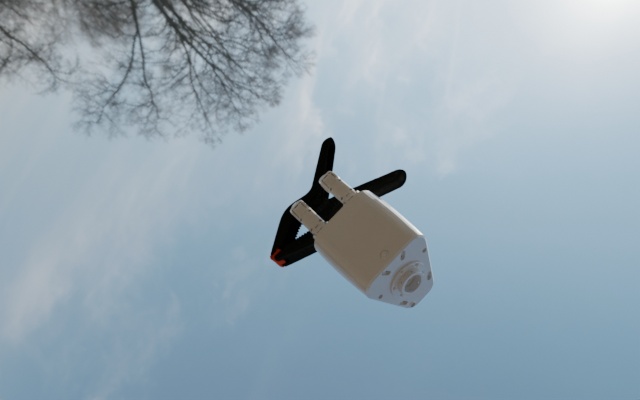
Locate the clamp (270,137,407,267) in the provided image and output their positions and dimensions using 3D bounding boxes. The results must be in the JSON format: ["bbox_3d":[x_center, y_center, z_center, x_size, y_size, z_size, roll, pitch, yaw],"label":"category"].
[{"bbox_3d":[0.000,0.003,0.682,0.164,0.210,0.036,41,-5,46],"label":"clamp"}]
